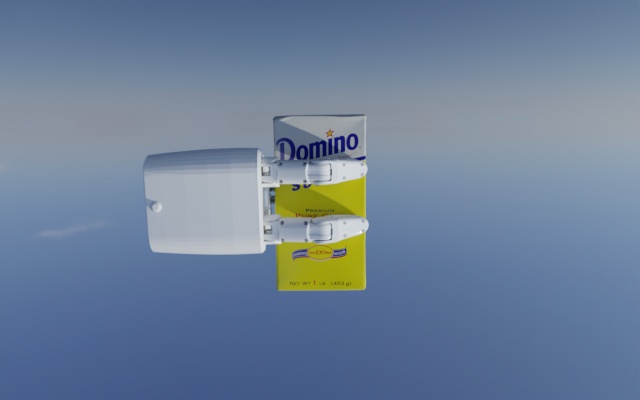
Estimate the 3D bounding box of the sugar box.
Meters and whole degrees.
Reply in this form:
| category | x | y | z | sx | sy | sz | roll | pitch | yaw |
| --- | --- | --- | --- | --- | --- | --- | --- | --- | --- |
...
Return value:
| category | x | y | z | sx | sy | sz | roll | pitch | yaw |
| --- | --- | --- | --- | --- | --- | --- | --- | --- | --- |
| sugar box | 0.000 | 0.002 | 0.488 | 0.093 | 0.176 | 0.048 | -1 | 10 | 0 |
